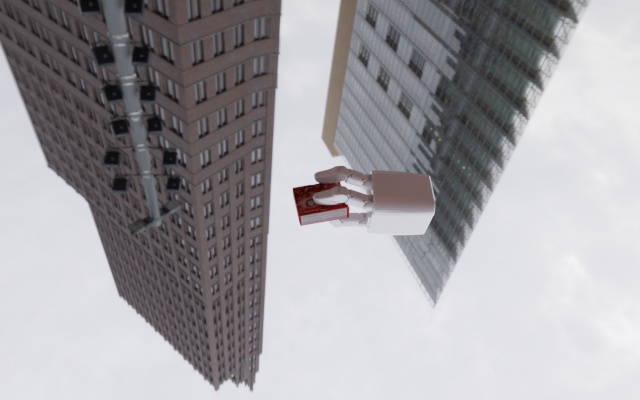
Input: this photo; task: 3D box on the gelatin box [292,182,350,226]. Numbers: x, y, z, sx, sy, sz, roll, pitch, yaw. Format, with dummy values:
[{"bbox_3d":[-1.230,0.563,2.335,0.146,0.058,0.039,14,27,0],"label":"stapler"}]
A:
[{"bbox_3d":[0.000,0.003,0.839,0.089,0.030,0.073,-10,45,-6],"label":"gelatin box"}]
